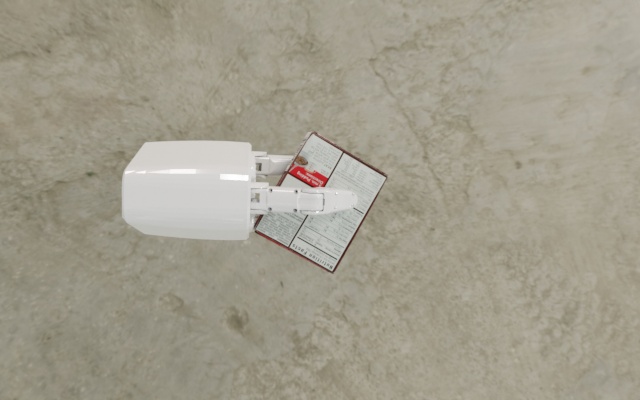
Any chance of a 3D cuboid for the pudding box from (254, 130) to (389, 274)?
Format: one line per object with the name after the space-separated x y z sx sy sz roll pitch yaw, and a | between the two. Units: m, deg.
0.000 0.002 0.467 0.090 0.113 0.039 30 2 -8 | pudding box
